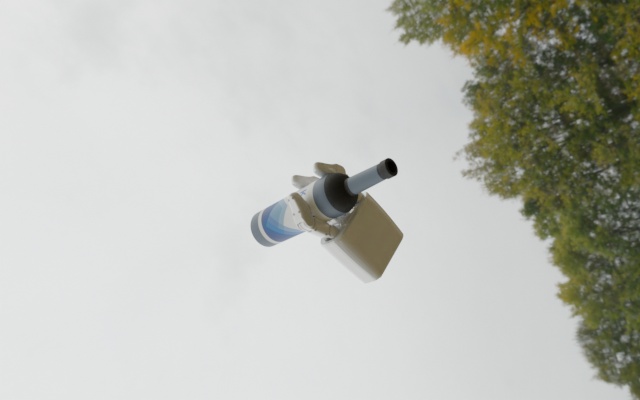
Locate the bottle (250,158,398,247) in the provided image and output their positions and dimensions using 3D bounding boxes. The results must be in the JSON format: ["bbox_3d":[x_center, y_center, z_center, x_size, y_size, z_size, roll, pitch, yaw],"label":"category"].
[{"bbox_3d":[0.000,0.003,0.755,0.069,0.069,0.296,0,-19,-45],"label":"bottle"}]
